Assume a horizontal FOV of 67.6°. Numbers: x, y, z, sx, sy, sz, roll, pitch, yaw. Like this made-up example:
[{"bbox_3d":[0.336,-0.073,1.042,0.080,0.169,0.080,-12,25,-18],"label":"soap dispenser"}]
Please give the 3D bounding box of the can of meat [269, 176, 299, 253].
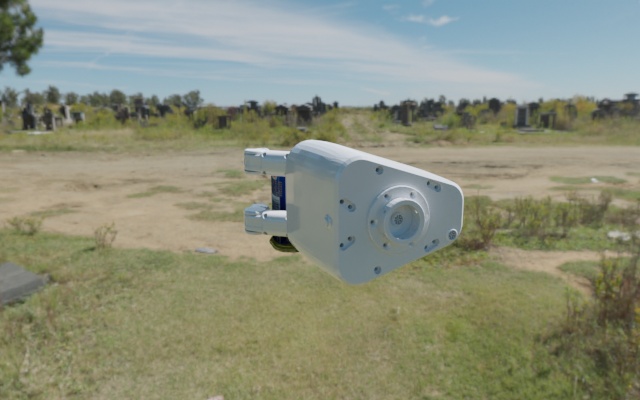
[{"bbox_3d":[0.000,0.001,0.478,0.102,0.084,0.057,-4,12,-16],"label":"can of meat"}]
